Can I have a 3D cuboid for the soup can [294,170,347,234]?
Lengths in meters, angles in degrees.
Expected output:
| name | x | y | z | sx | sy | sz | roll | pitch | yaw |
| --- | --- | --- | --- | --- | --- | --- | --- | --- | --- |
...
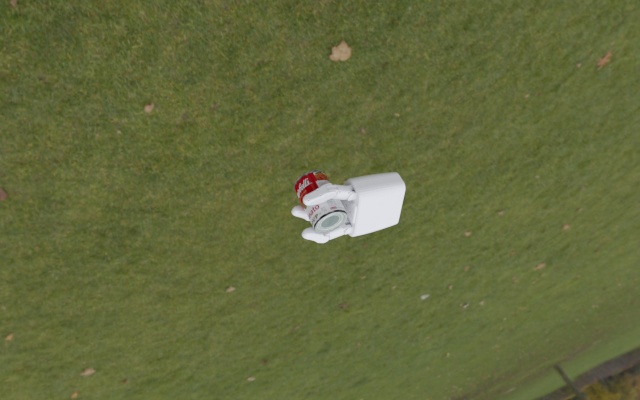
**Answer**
| name | x | y | z | sx | sy | sz | roll | pitch | yaw |
| --- | --- | --- | --- | --- | --- | --- | --- | --- | --- |
| soup can | 0.000 | 0.003 | 0.892 | 0.068 | 0.102 | 0.069 | -19 | -33 | -13 |
